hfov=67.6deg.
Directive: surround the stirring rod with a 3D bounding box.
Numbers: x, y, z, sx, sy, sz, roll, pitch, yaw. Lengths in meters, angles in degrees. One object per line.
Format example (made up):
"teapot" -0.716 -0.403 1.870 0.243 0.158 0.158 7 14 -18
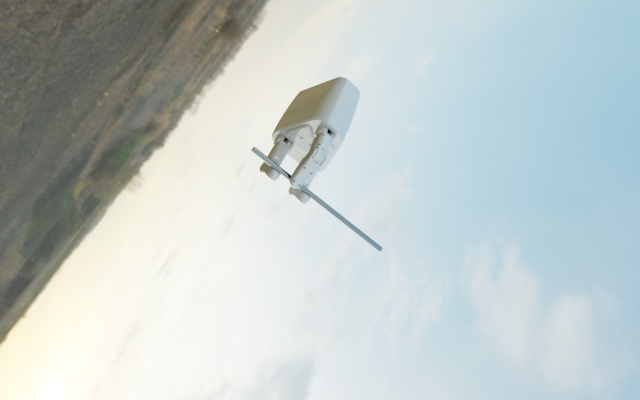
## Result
"stirring rod" 0.000 0.002 0.666 0.239 0.011 0.011 38 -15 -20
